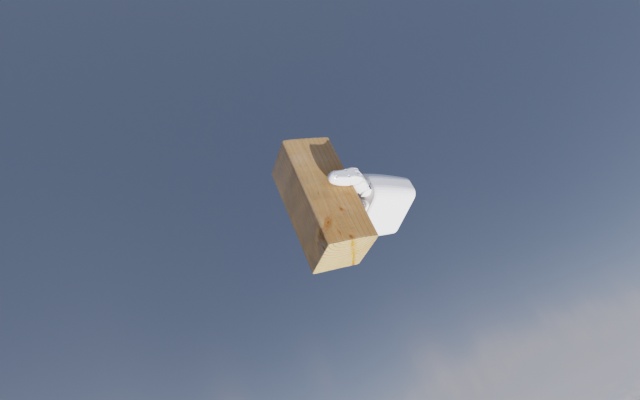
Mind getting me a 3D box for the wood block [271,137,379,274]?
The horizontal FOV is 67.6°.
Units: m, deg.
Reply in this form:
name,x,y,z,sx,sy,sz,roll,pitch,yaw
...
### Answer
name,x,y,z,sx,sy,sz,roll,pitch,yaw
wood block,0.001,0.002,0.786,0.090,0.206,0.091,-8,-34,-27
